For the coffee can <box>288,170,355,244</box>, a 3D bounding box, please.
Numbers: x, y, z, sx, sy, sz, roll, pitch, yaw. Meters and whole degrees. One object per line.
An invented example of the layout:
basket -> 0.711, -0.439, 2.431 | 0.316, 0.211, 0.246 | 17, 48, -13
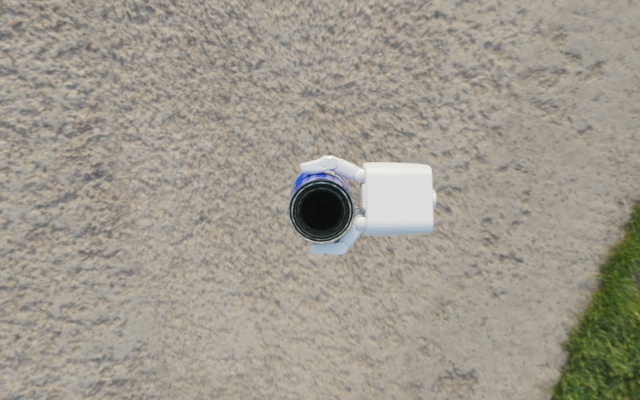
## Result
coffee can -> 0.000, 0.002, 0.787 | 0.103, 0.103, 0.140 | 0, 12, -1
